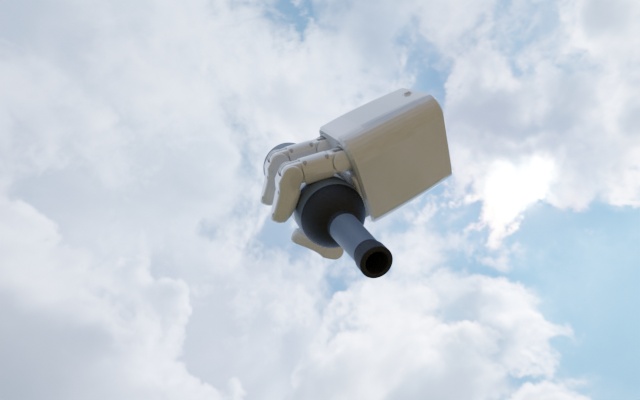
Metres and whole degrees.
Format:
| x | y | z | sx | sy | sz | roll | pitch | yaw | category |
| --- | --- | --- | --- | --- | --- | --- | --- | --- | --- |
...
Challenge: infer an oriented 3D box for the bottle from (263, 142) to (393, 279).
| x | y | z | sx | sy | sz | roll | pitch | yaw | category |
| --- | --- | --- | --- | --- | --- | --- | --- | --- | --- |
| 0.000 | 0.002 | 0.496 | 0.069 | 0.069 | 0.295 | 0 | 18 | -18 | bottle |
